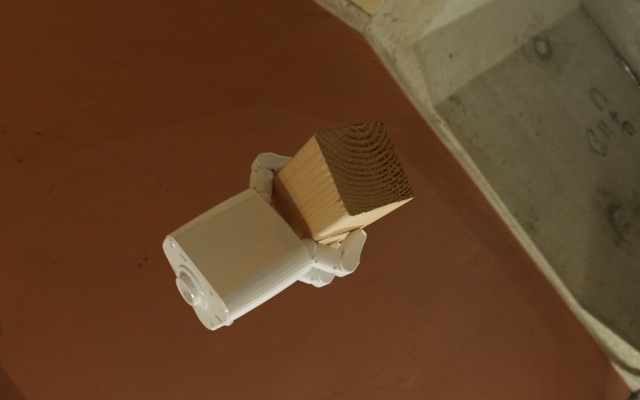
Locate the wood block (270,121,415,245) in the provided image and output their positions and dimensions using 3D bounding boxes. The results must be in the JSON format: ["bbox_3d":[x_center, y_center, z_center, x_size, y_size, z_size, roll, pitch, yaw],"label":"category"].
[{"bbox_3d":[0.000,0.002,0.550,0.090,0.091,0.206,-16,-12,-32],"label":"wood block"}]
